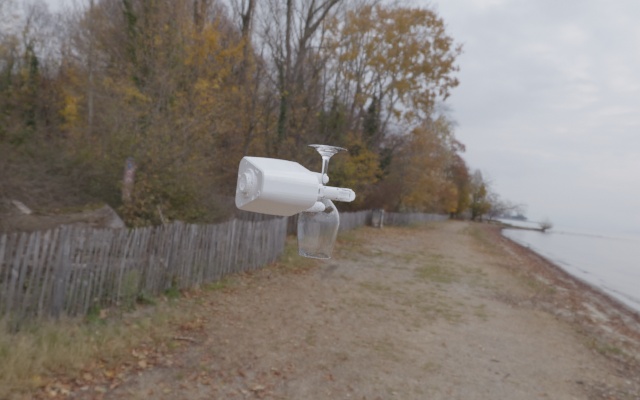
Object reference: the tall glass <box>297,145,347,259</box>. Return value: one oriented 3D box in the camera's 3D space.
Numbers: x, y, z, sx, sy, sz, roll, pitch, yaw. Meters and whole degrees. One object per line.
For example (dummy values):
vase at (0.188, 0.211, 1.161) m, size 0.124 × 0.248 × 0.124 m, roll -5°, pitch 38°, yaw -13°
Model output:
tall glass at (0.000, 0.002, 0.876) m, size 0.079 × 0.201 × 0.079 m, roll 7°, pitch 0°, yaw 0°
